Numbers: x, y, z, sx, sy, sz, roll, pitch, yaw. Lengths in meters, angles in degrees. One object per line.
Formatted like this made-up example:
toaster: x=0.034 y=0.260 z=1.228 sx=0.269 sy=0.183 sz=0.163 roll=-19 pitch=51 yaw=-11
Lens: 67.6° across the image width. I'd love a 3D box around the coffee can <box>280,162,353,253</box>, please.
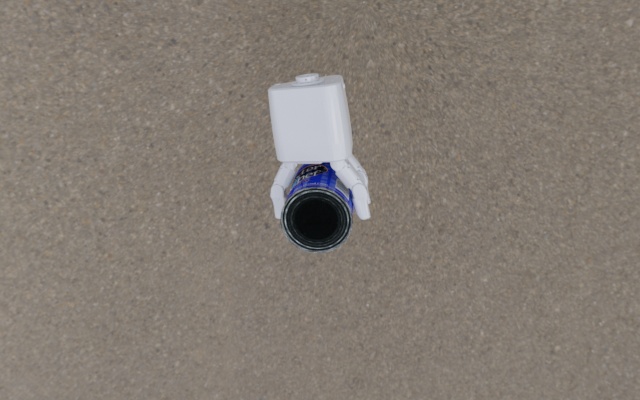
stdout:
coffee can: x=0.000 y=0.003 z=0.731 sx=0.103 sy=0.103 sz=0.140 roll=0 pitch=22 yaw=5
